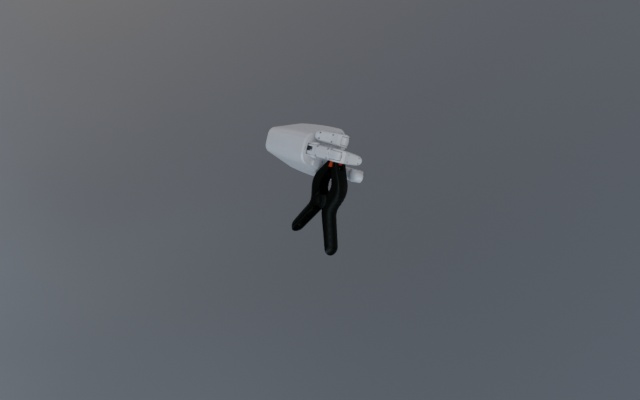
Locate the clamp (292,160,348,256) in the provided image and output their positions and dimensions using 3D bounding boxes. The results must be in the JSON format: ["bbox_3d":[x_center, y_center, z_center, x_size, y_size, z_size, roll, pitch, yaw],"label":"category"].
[{"bbox_3d":[0.000,0.003,0.869,0.120,0.171,0.039,18,7,40],"label":"clamp"}]
